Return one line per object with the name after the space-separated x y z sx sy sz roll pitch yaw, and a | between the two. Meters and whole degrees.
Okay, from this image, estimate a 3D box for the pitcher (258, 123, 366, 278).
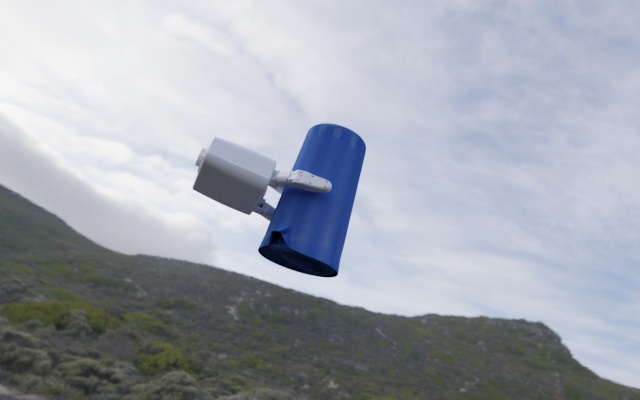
0.000 0.003 0.804 0.145 0.242 0.149 22 -21 -11 | pitcher
